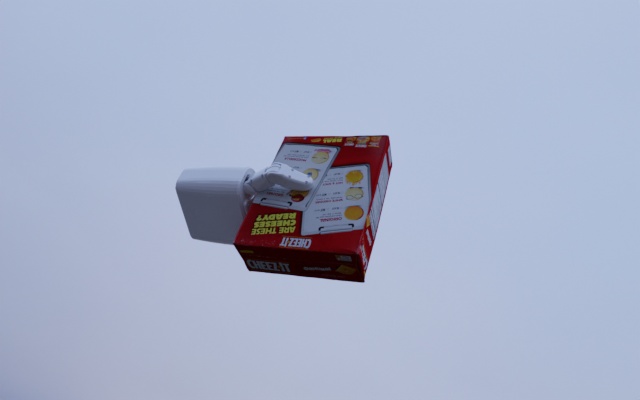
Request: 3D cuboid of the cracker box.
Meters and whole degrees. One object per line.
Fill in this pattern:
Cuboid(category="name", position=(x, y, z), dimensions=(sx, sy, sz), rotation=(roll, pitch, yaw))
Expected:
Cuboid(category="cracker box", position=(0.000, 0.002, 0.654), dimensions=(0.164, 0.213, 0.072), rotation=(2, -42, 20))
